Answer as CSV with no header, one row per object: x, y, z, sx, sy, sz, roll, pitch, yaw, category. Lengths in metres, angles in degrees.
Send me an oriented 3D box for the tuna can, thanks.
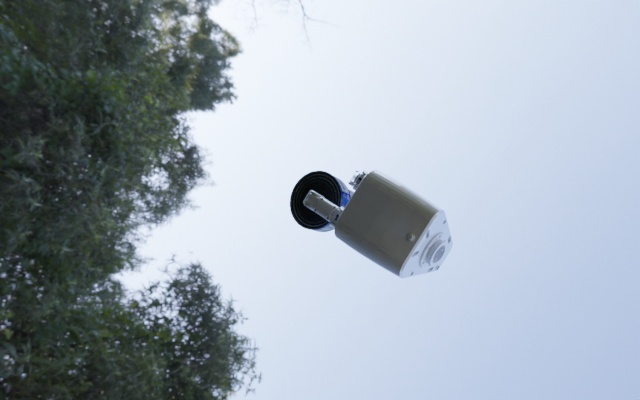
0.000,0.002,0.690,0.086,0.086,0.034,0,-12,31,tuna can
